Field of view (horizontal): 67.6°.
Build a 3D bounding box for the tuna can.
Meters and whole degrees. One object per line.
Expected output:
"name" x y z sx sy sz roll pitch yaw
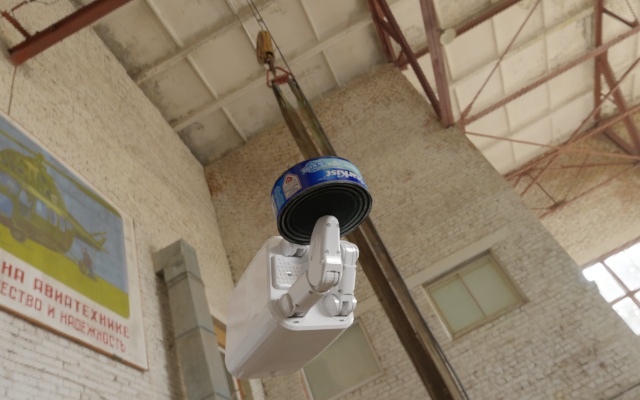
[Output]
"tuna can" 0.000 0.001 0.421 0.086 0.033 0.086 -13 -37 -10
